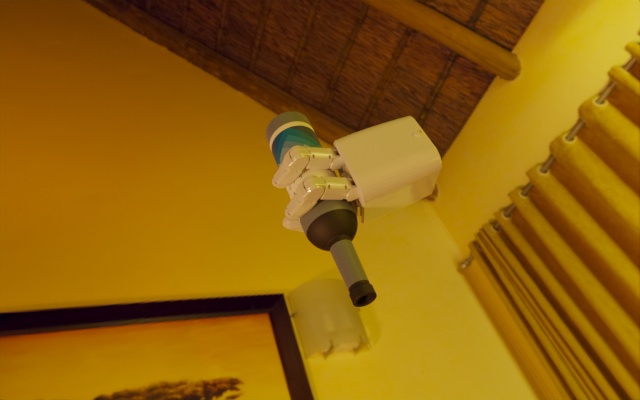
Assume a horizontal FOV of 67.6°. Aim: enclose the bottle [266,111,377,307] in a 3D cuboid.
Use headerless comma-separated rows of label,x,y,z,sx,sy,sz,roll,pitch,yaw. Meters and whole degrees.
bottle,0.000,0.002,0.598,0.069,0.295,0.069,-14,-40,-12
